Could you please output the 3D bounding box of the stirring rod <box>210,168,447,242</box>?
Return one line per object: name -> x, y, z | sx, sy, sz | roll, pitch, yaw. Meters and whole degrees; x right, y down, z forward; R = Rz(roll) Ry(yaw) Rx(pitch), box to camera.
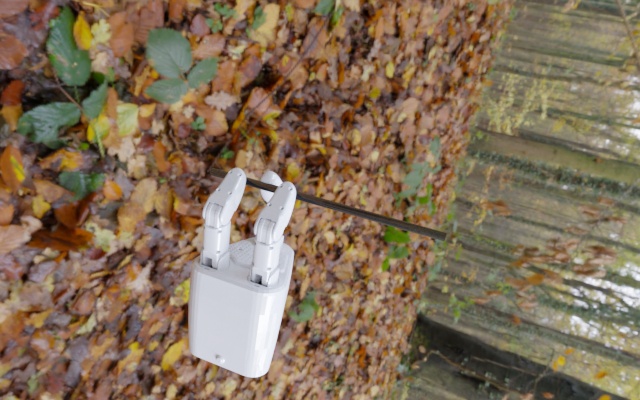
stirring rod -> 0.000, 0.002, 0.458 | 0.239, 0.011, 0.011 | 16, 4, 16
